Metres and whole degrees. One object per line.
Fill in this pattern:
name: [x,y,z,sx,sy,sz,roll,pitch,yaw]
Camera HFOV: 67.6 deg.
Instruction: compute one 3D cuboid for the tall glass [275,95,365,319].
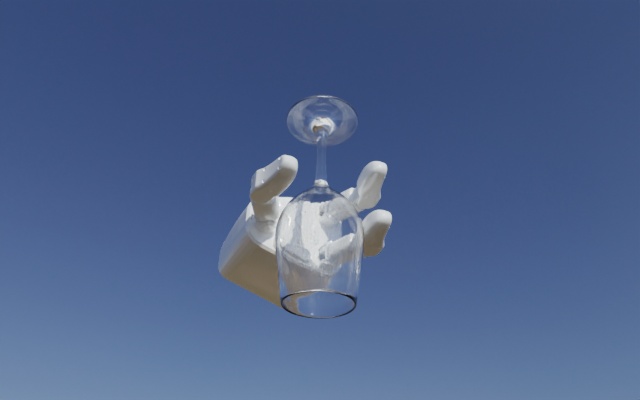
tall glass: [0.000,0.001,0.438,0.079,0.201,0.079,1,-34,0]
